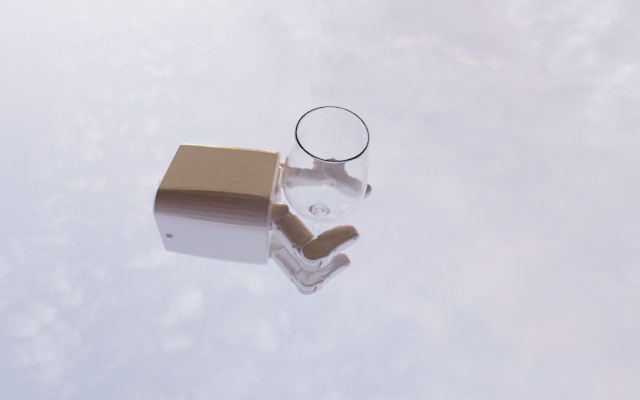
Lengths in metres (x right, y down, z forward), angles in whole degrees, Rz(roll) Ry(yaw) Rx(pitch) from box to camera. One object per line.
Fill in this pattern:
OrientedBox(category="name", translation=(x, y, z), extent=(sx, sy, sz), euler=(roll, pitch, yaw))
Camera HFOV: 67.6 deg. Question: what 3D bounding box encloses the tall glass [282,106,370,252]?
OrientedBox(category="tall glass", translation=(0.000, 0.002, 0.467), extent=(0.079, 0.079, 0.201), euler=(0, -34, -7))
